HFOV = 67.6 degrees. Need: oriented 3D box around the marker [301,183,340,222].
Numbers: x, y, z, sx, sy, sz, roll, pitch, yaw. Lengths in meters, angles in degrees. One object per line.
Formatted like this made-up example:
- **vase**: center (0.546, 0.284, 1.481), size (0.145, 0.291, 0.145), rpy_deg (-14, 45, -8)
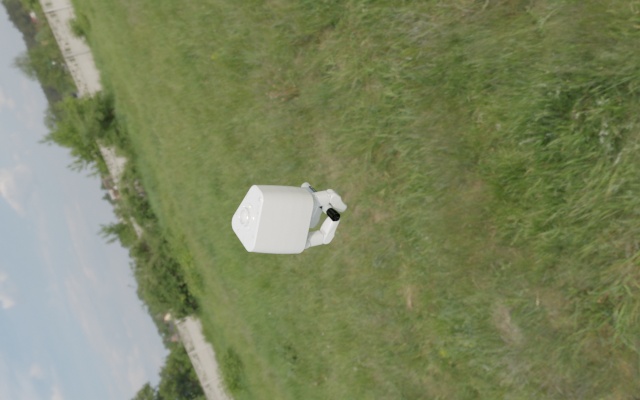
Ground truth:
- **marker**: center (0.000, 0.003, 0.895), size (0.020, 0.020, 0.121), rpy_deg (0, 31, -36)
